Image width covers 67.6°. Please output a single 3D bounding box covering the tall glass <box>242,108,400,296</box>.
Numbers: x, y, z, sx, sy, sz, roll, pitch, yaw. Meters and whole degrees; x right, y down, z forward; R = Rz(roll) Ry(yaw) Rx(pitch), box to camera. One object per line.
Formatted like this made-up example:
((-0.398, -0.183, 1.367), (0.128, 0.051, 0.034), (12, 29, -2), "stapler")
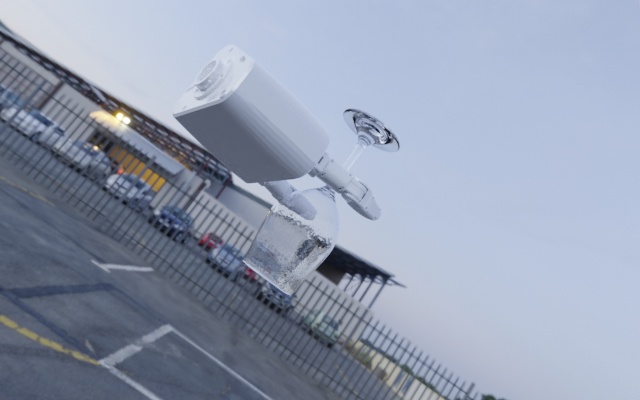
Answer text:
((0.001, 0.001, 0.512), (0.079, 0.201, 0.079), (34, -11, 7), "tall glass")
